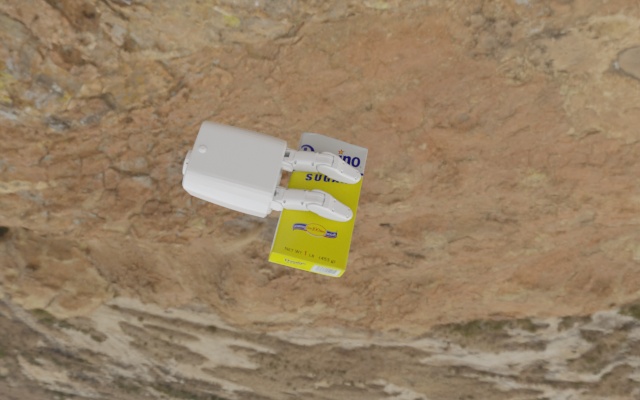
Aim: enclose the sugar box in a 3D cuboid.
[{"bbox_3d":[0.000,0.002,0.611,0.093,0.176,0.048,15,-23,-7],"label":"sugar box"}]
